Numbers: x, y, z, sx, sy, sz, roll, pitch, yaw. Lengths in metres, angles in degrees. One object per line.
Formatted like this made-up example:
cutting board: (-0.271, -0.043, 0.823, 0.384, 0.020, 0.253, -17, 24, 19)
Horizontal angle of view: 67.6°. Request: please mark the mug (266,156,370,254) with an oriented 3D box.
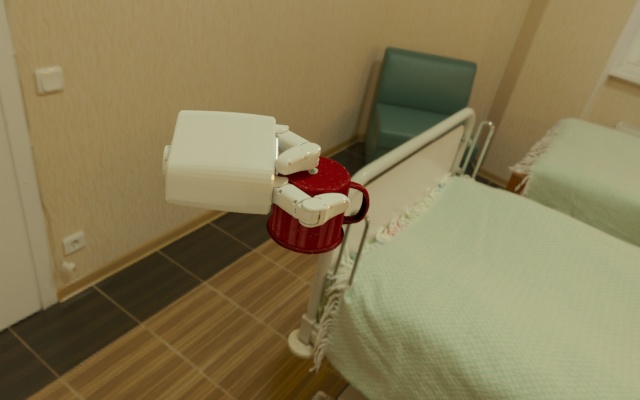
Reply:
mug: (0.002, 0.002, 0.547, 0.117, 0.081, 0.093, 4, 33, -11)
